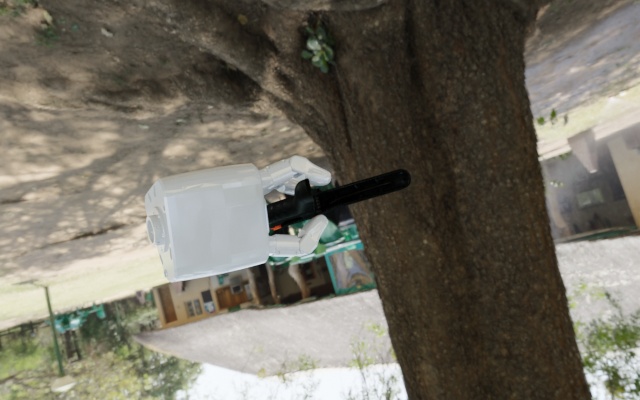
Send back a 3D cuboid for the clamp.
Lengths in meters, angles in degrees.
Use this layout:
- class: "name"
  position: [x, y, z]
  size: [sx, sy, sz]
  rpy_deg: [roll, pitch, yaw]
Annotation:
- class: "clamp"
  position: [0.000, 0.003, 0.604]
  size: [0.164, 0.036, 0.210]
  rpy_deg: [-8, -9, -32]
